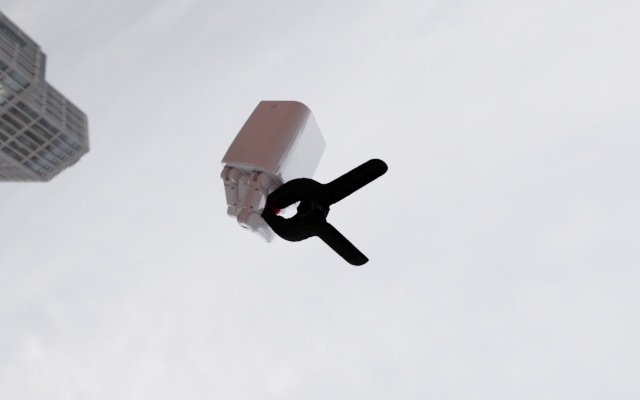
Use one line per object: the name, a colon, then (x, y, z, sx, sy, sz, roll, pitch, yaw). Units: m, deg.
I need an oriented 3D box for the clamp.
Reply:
clamp: (0.000, 0.002, 0.550, 0.171, 0.120, 0.039, 12, -22, 37)
